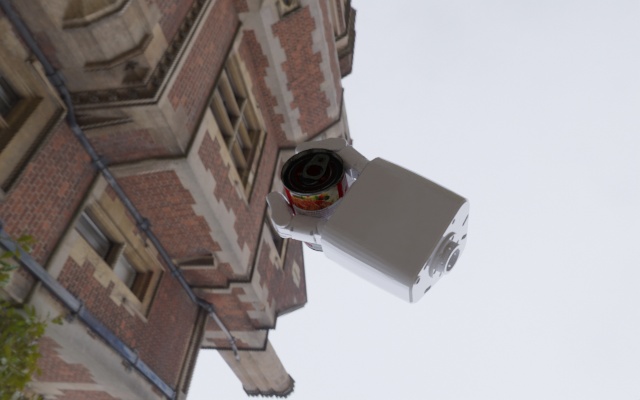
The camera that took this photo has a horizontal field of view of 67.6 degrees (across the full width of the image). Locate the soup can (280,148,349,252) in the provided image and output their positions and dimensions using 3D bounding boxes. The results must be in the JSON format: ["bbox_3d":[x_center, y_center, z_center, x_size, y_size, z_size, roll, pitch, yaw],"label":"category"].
[{"bbox_3d":[0.000,0.002,0.532,0.068,0.068,0.102,0,-41,13],"label":"soup can"}]
